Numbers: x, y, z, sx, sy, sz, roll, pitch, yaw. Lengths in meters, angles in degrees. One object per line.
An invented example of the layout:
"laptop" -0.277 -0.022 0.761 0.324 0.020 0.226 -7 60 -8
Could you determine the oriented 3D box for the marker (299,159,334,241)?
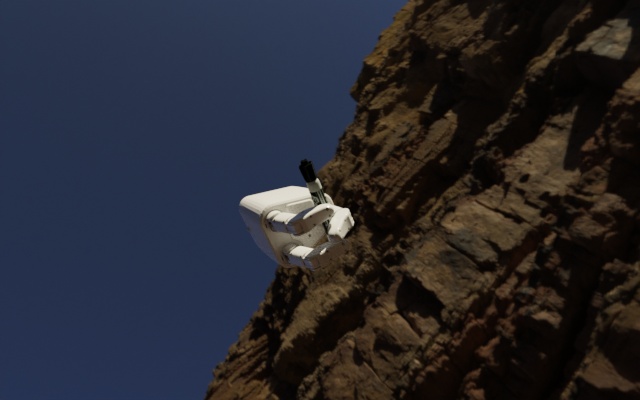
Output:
"marker" 0.000 0.002 0.619 0.020 0.121 0.020 -20 21 8
